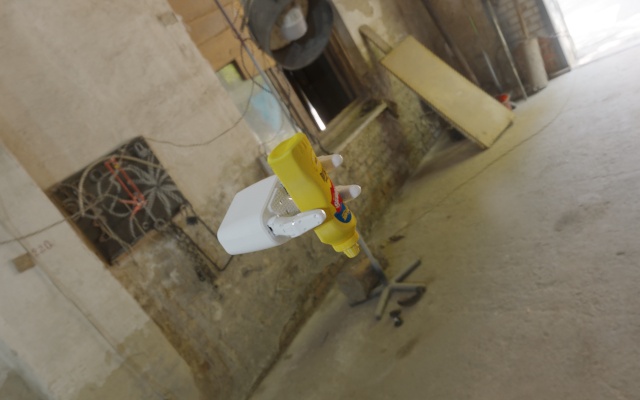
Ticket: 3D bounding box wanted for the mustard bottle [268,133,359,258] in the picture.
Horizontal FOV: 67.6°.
[{"bbox_3d":[0.000,0.002,0.673,0.058,0.192,0.096,-28,18,14],"label":"mustard bottle"}]
